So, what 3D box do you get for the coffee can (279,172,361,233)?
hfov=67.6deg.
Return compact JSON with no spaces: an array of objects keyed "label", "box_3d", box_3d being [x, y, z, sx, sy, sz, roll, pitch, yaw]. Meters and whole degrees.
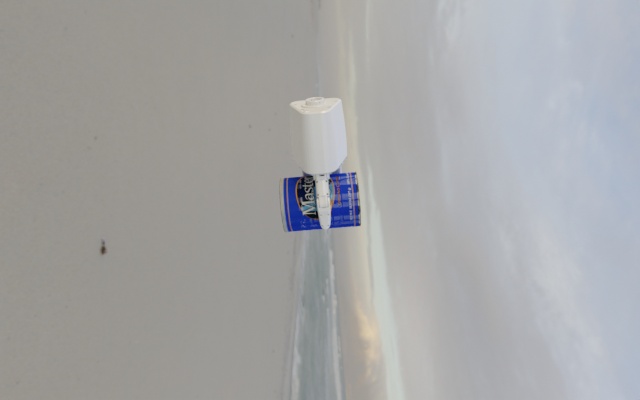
[{"label":"coffee can","box_3d":[0.000,0.003,0.883,0.140,0.103,0.103,-5,0,1]}]
